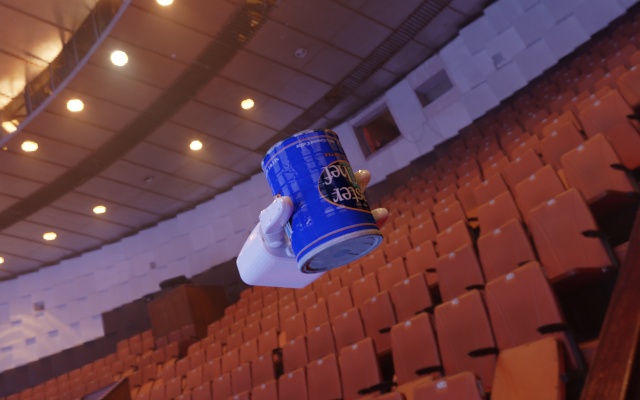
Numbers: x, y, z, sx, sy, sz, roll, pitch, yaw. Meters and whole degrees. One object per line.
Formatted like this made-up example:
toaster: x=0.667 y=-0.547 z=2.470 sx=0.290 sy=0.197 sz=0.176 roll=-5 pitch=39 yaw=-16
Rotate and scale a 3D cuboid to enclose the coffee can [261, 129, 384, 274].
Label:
coffee can: x=0.000 y=0.002 z=0.565 sx=0.103 sy=0.140 sz=0.103 roll=-19 pitch=-21 yaw=-8
